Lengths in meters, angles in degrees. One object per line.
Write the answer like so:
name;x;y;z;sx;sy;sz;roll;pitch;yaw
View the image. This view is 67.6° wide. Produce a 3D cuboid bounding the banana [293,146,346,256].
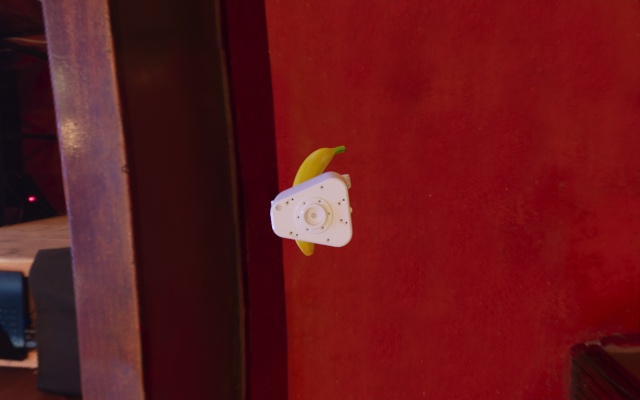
banana;-0.016;-0.006;0.804;0.069;0.198;0.037;17;4;-9
